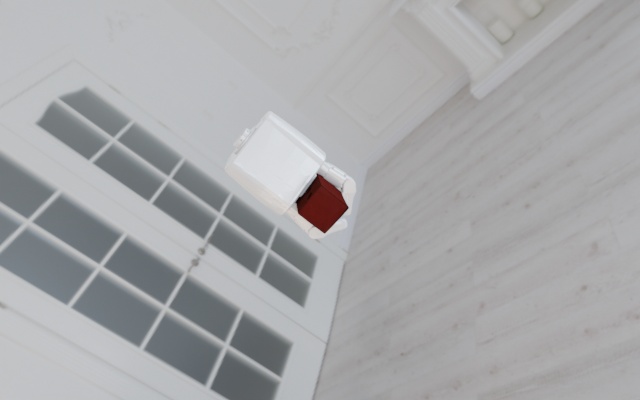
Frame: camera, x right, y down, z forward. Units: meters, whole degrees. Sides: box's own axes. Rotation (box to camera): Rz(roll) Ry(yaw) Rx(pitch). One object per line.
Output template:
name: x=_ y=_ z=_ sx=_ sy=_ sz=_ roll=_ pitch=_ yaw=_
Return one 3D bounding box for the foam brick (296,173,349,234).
foam brick: x=0.000 y=0.002 z=0.686 sx=0.051 sy=0.053 sz=0.078 roll=39 pitch=10 yaw=-16
